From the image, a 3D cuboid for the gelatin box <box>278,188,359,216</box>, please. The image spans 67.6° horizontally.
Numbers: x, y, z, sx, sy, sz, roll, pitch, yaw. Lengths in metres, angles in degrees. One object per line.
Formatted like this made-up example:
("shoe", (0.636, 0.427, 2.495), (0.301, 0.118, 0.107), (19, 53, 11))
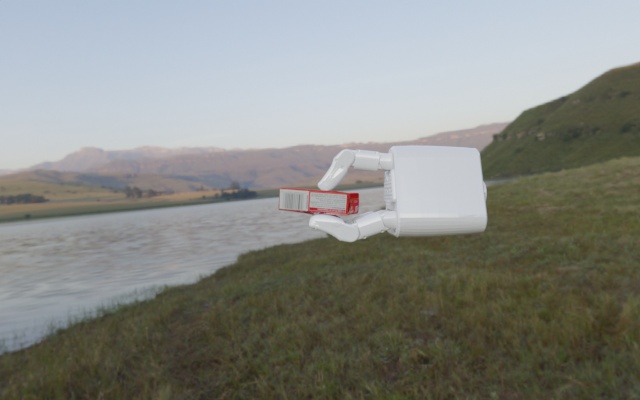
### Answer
("gelatin box", (0.000, 0.001, 0.600), (0.089, 0.030, 0.073), (4, 1, 13))
